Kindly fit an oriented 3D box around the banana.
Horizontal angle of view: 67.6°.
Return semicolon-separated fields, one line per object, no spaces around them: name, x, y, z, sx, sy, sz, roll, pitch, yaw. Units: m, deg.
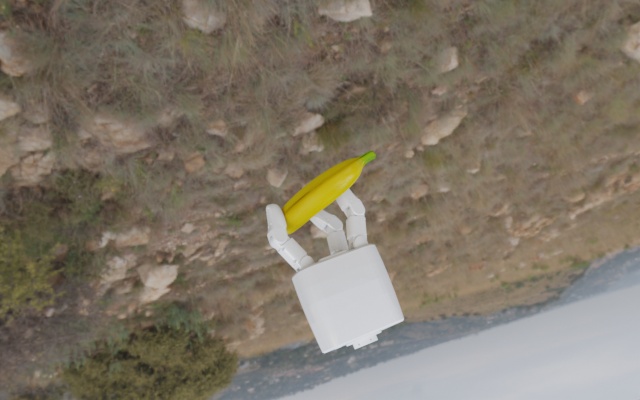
banana;-0.009;0.002;0.639;0.198;0.037;0.069;-37;-17;34
